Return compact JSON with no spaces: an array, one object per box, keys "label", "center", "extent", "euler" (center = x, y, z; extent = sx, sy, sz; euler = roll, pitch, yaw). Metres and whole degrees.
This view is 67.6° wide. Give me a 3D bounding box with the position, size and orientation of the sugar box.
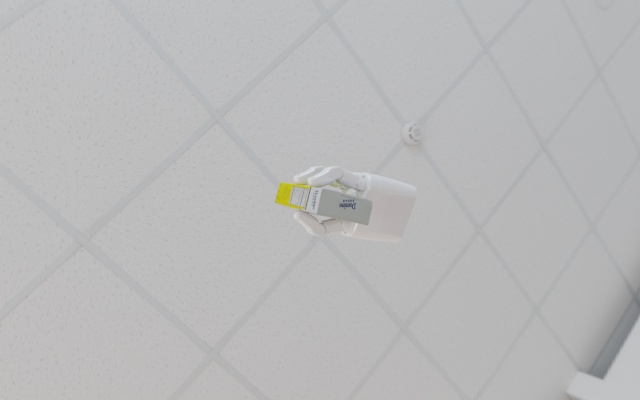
[{"label":"sugar box","center":[0.000,0.002,0.784],"extent":[0.093,0.048,0.176],"euler":[13,-3,-27]}]
